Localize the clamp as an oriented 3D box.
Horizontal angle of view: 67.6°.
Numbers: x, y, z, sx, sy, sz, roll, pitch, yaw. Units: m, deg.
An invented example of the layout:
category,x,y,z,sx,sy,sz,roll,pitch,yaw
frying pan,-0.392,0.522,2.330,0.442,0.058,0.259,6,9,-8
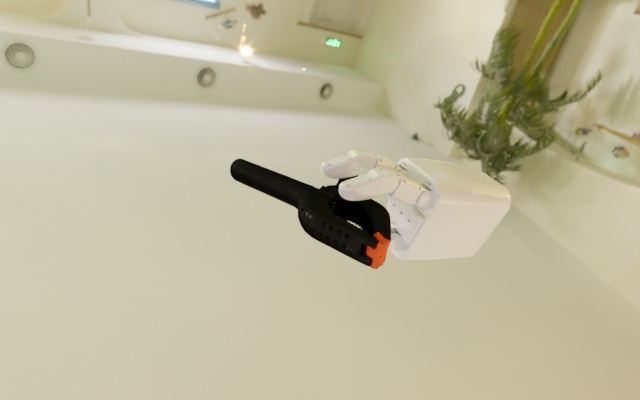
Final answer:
category,x,y,z,sx,sy,sz,roll,pitch,yaw
clamp,0.000,0.003,0.501,0.164,0.036,0.210,0,27,-21
